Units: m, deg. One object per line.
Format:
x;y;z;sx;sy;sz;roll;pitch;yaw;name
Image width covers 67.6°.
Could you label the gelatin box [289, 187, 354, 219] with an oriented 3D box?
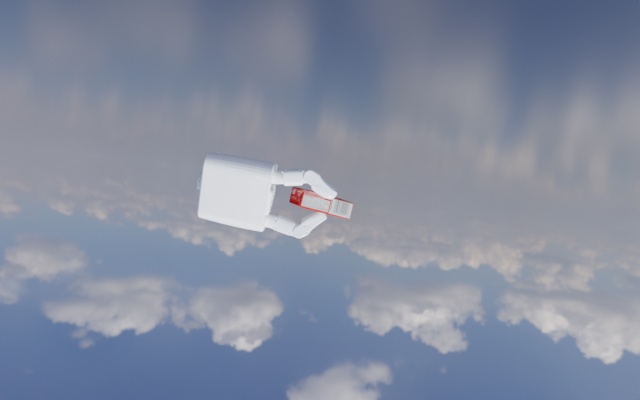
0.000;0.003;0.776;0.089;0.030;0.073;15;2;-16;gelatin box
